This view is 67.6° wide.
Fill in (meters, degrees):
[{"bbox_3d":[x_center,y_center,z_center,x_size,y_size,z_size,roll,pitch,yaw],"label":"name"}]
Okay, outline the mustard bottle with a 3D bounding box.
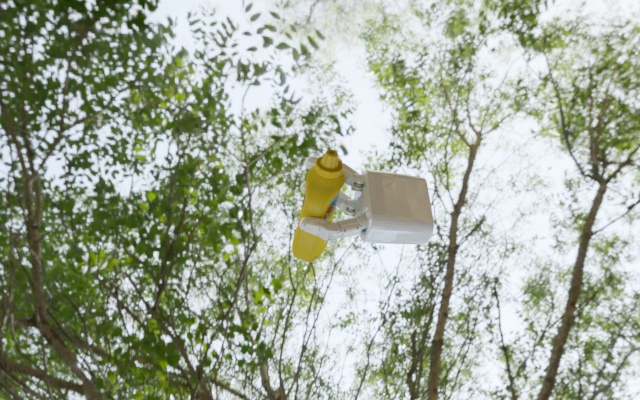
[{"bbox_3d":[0.000,0.003,0.752,0.058,0.192,0.096,21,40,8],"label":"mustard bottle"}]
